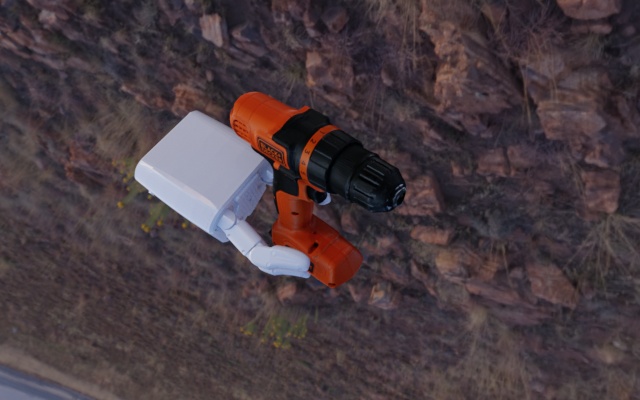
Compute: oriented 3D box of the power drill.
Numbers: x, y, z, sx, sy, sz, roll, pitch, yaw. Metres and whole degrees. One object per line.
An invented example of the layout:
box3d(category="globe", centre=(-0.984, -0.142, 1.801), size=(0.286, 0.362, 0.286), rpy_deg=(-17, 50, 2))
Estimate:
box3d(category="power drill", centre=(0.000, 0.002, 0.455), size=(0.184, 0.188, 0.057), rpy_deg=(34, 58, 31))
